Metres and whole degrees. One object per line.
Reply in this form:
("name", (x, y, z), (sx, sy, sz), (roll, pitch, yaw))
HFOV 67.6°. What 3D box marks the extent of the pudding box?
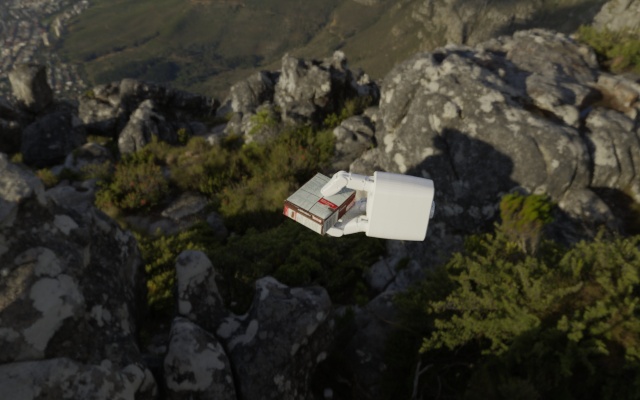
("pudding box", (0.000, 0.003, 0.880), (0.090, 0.039, 0.113), (27, 43, 23))
